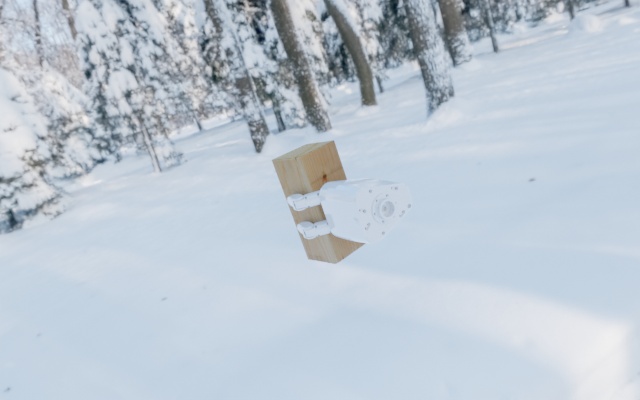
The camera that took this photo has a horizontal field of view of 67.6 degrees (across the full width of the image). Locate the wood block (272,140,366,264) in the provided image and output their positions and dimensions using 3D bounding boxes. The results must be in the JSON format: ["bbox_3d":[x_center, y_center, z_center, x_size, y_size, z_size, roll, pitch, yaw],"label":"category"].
[{"bbox_3d":[0.001,0.003,0.890,0.091,0.206,0.090,-30,18,-35],"label":"wood block"}]
